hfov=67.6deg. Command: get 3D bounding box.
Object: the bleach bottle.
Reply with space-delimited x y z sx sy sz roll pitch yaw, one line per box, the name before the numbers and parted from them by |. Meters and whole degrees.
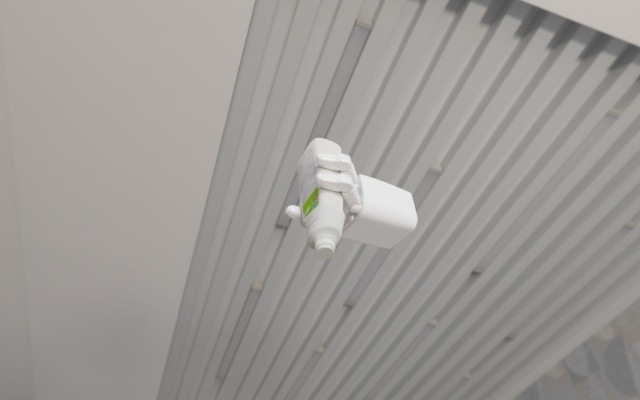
bleach bottle | 0.000 0.003 0.815 0.068 0.103 0.250 18 39 -17
